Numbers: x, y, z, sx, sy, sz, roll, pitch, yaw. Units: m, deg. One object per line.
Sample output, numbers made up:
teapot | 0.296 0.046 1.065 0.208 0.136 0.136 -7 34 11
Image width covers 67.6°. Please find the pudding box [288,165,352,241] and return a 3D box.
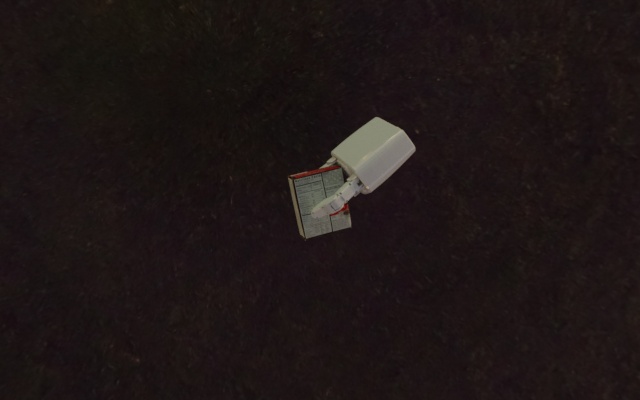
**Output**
pudding box | 0.000 0.003 0.816 0.090 0.113 0.039 -14 13 -12
